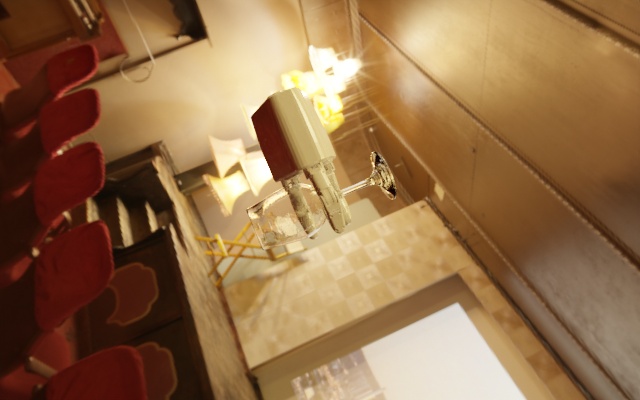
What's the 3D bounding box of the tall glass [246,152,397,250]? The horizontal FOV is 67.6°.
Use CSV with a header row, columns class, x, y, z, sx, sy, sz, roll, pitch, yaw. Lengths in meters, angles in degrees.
class,x,y,z,sx,sy,sz,roll,pitch,yaw
tall glass,0.001,0.002,0.670,0.201,0.079,0.079,-23,3,-8
